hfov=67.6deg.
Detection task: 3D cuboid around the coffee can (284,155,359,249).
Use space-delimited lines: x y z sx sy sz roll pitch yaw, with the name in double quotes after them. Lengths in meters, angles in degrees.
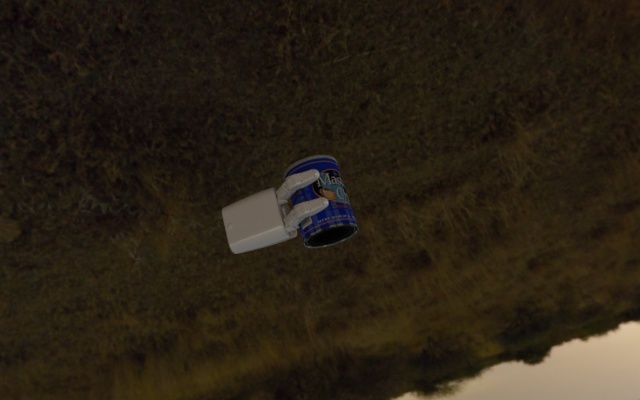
0.000 0.003 0.868 0.103 0.140 0.103 -15 -22 -6 "coffee can"
